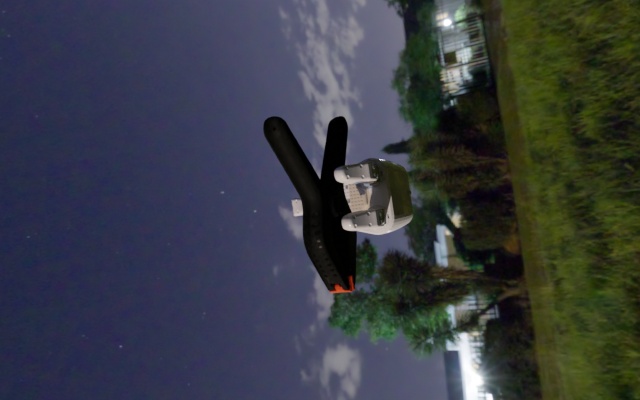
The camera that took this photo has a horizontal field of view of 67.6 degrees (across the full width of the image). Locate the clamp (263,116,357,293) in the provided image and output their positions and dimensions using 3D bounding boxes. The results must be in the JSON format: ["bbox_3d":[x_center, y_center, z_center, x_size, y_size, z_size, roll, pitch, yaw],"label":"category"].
[{"bbox_3d":[0.000,0.002,0.530,0.036,0.210,0.164,-9,-2,30],"label":"clamp"}]
